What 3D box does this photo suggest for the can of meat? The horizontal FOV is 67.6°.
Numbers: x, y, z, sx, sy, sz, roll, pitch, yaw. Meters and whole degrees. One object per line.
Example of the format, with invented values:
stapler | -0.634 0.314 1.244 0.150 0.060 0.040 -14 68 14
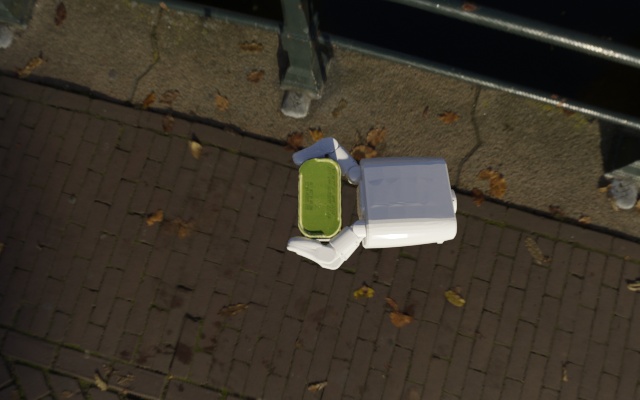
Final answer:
can of meat | 0.000 0.002 0.605 0.057 0.102 0.084 -1 -8 1
